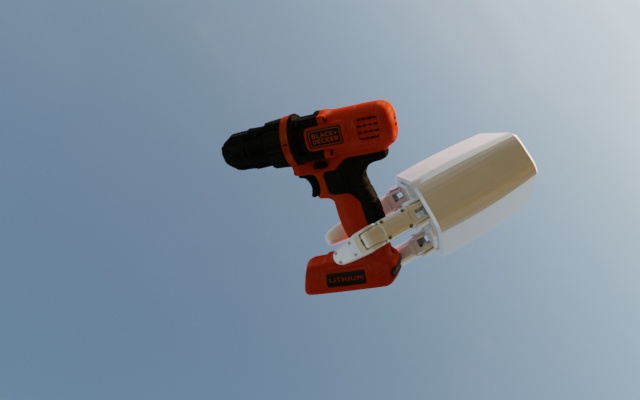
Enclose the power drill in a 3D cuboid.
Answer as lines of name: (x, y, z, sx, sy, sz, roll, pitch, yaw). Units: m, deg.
power drill: (0.000, 0.002, 0.495, 0.184, 0.188, 0.057, -9, 15, 18)
